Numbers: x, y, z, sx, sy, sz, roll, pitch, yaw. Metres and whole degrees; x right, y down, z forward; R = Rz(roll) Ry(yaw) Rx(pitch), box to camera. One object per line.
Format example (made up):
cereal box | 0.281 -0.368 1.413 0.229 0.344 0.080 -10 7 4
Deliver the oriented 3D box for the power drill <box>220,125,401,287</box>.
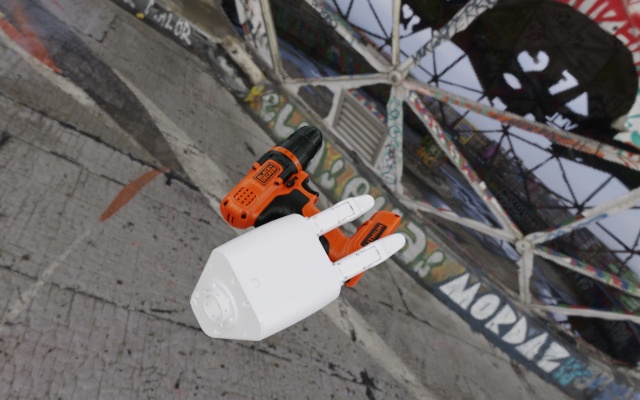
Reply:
power drill | 0.000 0.002 0.587 0.187 0.184 0.057 33 -33 11
